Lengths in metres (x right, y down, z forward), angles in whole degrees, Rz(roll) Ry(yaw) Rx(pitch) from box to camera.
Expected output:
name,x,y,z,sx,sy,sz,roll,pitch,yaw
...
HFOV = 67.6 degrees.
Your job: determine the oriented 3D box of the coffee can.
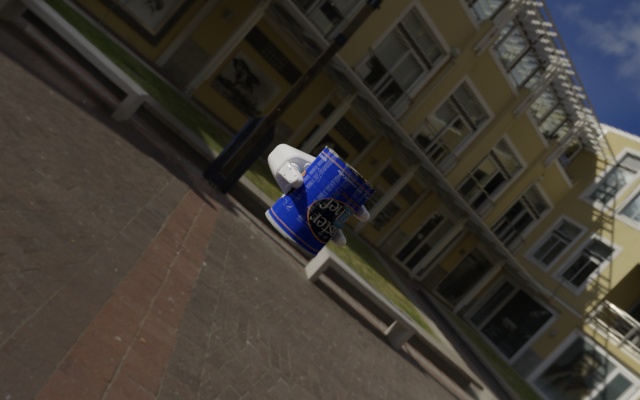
name,x,y,z,sx,sy,sz,roll,pitch,yaw
coffee can,0.000,0.003,0.729,0.103,0.140,0.103,42,4,-4
